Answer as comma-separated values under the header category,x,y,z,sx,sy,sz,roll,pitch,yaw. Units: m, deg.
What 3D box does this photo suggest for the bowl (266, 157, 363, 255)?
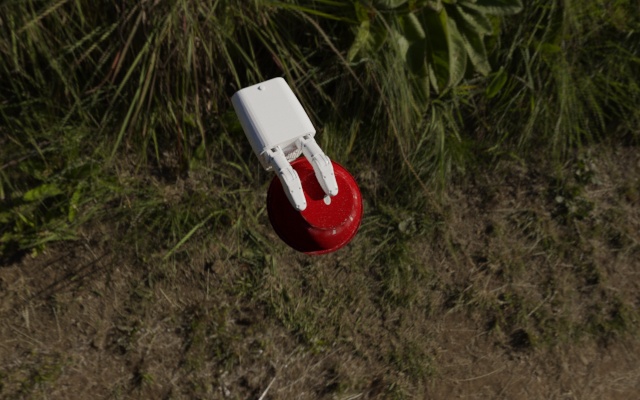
category,x,y,z,sx,sy,sz,roll,pitch,yaw
bowl,0.001,0.003,0.741,0.162,0.162,0.055,0,-10,-17
